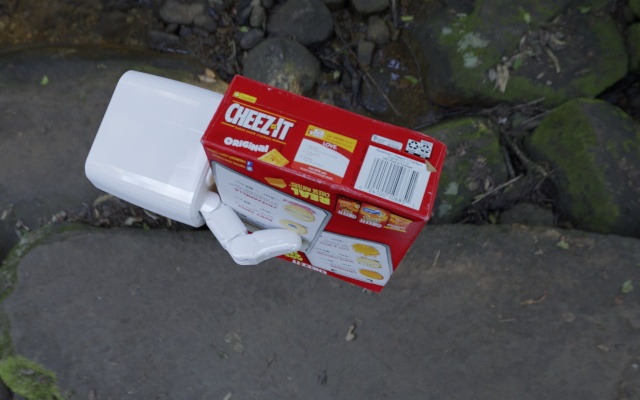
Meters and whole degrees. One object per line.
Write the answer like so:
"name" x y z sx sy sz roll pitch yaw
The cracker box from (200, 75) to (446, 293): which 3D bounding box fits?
"cracker box" 0.000 0.001 0.421 0.164 0.072 0.214 19 -23 6
